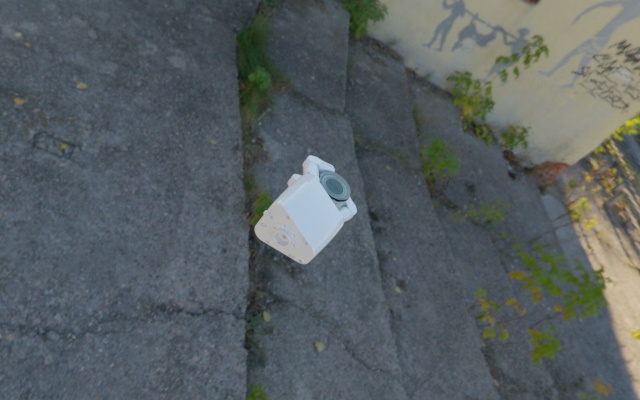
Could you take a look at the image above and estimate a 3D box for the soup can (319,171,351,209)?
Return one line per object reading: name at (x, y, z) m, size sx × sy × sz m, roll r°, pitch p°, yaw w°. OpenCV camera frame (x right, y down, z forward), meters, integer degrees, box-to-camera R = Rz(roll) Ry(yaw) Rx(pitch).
soup can at (0.001, 0.003, 0.868) m, size 0.068 × 0.068 × 0.102 m, roll 0°, pitch -36°, yaw -39°
